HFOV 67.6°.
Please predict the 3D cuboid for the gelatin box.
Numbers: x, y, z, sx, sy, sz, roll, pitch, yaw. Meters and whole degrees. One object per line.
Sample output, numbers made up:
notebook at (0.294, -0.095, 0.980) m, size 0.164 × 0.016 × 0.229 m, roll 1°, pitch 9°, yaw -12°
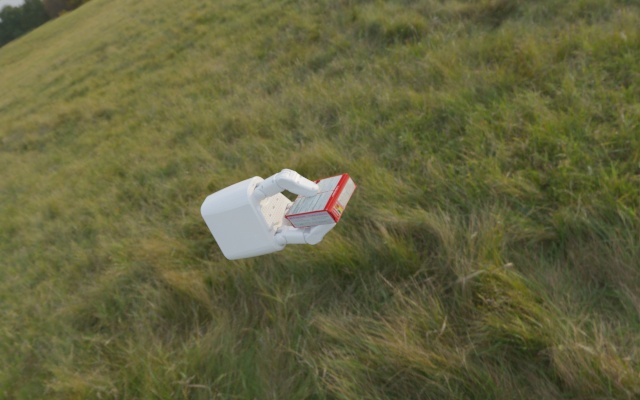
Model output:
gelatin box at (0.000, 0.002, 0.692) m, size 0.089 × 0.073 × 0.030 m, roll -11°, pitch -52°, yaw 43°
